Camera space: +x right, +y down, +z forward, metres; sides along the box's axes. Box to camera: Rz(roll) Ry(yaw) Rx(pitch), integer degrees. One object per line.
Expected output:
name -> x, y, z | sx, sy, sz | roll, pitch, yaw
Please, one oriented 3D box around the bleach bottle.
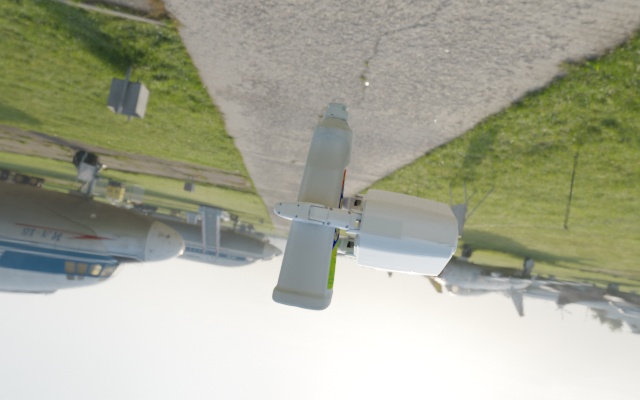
bleach bottle -> 0.000, 0.002, 0.589 | 0.068, 0.251, 0.102 | 9, -5, 8
